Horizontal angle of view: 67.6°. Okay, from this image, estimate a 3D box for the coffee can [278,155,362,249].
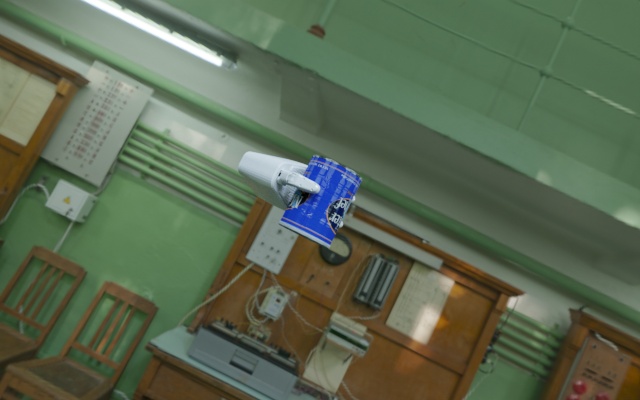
[{"bbox_3d":[0.000,0.003,0.868,0.103,0.140,0.103,26,-6,3],"label":"coffee can"}]
